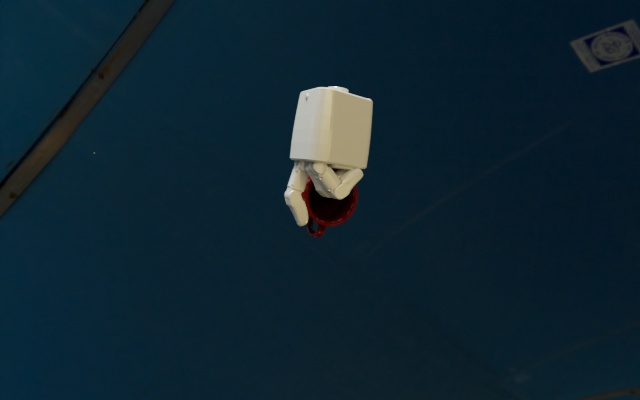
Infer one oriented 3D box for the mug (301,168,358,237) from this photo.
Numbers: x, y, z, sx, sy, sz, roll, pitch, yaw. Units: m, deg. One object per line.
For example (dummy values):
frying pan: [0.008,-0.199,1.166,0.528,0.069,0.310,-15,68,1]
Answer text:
mug: [0.000,0.004,0.791,0.093,0.117,0.081,7,4,-26]
